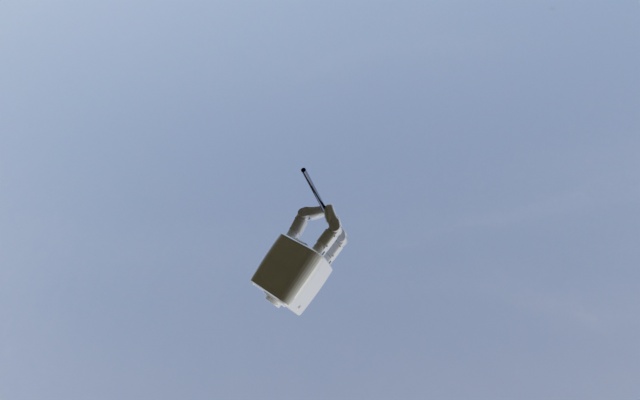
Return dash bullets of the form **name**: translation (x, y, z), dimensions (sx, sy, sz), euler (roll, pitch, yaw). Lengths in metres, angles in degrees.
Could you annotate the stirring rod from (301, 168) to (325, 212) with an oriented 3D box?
- **stirring rod**: translation (0.000, 0.003, 0.847), dimensions (0.011, 0.011, 0.240), euler (0, -25, 14)
